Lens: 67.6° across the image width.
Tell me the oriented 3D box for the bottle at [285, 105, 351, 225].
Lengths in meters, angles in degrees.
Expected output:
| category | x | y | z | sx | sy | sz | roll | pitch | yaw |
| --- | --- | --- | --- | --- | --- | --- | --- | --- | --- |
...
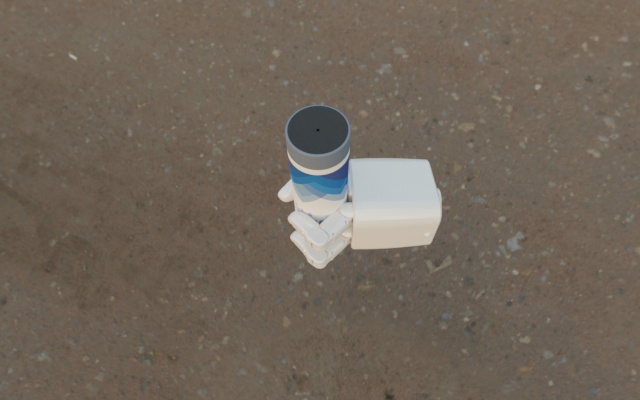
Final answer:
| category | x | y | z | sx | sy | sz | roll | pitch | yaw |
| --- | --- | --- | --- | --- | --- | --- | --- | --- | --- |
| bottle | 0.000 | 0.002 | 0.608 | 0.069 | 0.069 | 0.296 | 0 | -30 | 1 |
